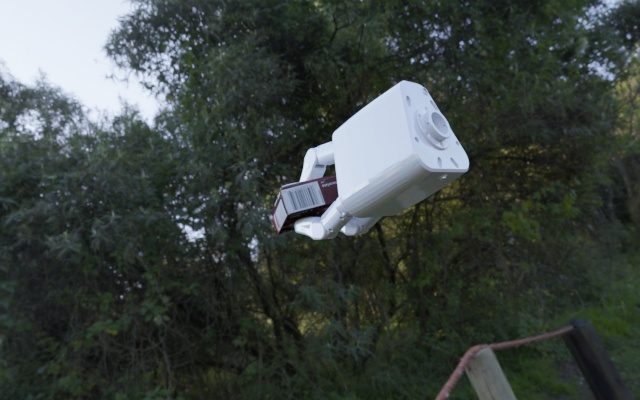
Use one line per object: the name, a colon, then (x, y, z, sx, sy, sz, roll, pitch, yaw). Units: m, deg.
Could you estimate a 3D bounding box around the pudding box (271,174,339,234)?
pudding box: (0.000, 0.002, 0.598, 0.113, 0.039, 0.090, -12, -16, -16)
